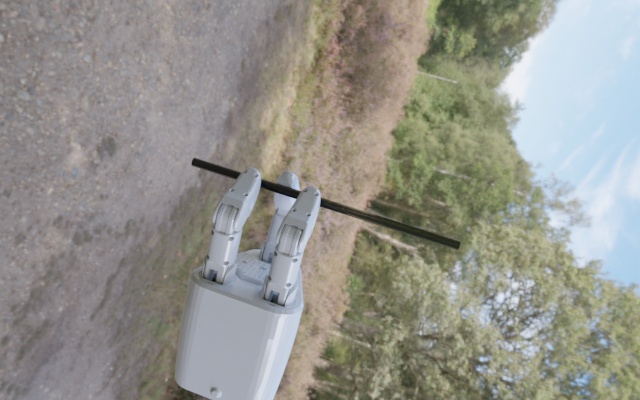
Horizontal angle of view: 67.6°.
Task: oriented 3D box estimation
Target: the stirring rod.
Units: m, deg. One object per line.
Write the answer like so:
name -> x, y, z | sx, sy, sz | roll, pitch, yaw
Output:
stirring rod -> 0.000, 0.001, 0.409 | 0.239, 0.011, 0.011 | 18, 3, 9
